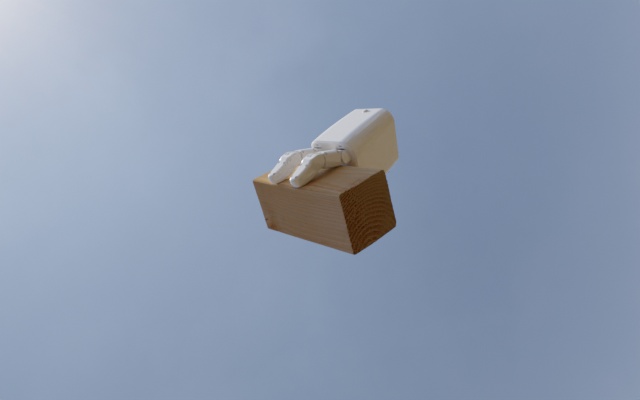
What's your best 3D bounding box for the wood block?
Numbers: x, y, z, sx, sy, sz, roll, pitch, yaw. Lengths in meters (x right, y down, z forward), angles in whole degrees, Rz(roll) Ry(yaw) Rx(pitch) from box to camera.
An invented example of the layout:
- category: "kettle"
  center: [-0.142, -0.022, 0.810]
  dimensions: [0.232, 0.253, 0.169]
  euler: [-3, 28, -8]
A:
- category: "wood block"
  center: [0.000, 0.002, 0.712]
  dimensions: [0.090, 0.091, 0.206]
  euler: [-30, 25, -32]
